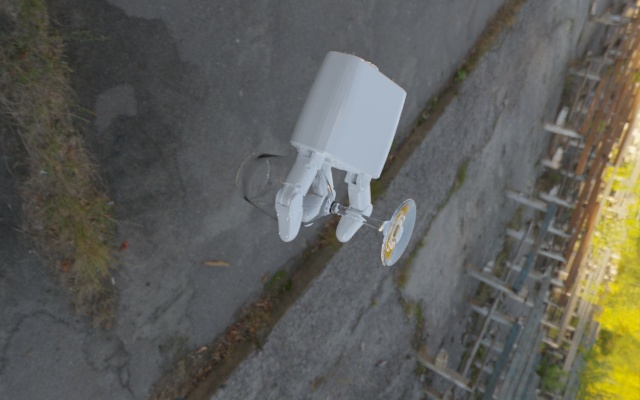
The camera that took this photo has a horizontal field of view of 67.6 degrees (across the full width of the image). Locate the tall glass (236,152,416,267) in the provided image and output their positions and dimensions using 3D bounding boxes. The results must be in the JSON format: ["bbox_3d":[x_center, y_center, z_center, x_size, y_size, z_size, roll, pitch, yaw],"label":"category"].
[{"bbox_3d":[0.001,0.002,0.536,0.201,0.079,0.079,21,10,28],"label":"tall glass"}]
